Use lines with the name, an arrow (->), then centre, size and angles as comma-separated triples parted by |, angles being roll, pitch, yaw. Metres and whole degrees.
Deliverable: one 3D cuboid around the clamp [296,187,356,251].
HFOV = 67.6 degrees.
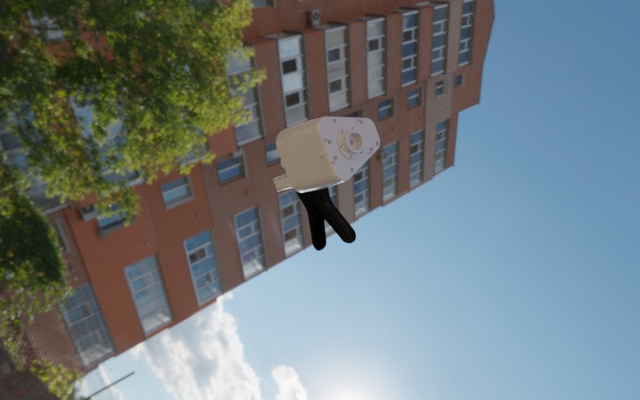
clamp -> 0.000, 0.002, 0.775 | 0.039, 0.171, 0.120 | -26, 10, -35
